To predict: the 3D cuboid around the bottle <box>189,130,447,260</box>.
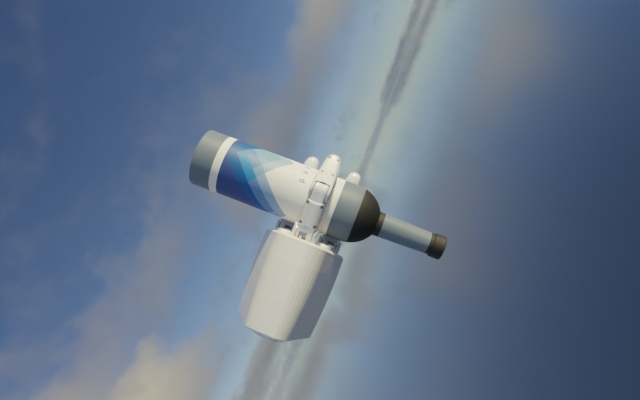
[{"bbox_3d":[0.000,0.002,0.546,0.295,0.069,0.069,21,1,3],"label":"bottle"}]
